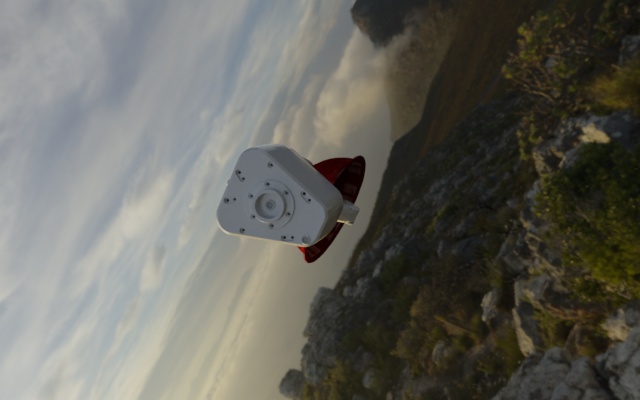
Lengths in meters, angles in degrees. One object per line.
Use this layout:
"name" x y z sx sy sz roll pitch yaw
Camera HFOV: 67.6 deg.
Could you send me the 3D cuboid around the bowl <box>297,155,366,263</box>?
"bowl" 0.000 0.002 0.653 0.055 0.162 0.162 27 8 17
